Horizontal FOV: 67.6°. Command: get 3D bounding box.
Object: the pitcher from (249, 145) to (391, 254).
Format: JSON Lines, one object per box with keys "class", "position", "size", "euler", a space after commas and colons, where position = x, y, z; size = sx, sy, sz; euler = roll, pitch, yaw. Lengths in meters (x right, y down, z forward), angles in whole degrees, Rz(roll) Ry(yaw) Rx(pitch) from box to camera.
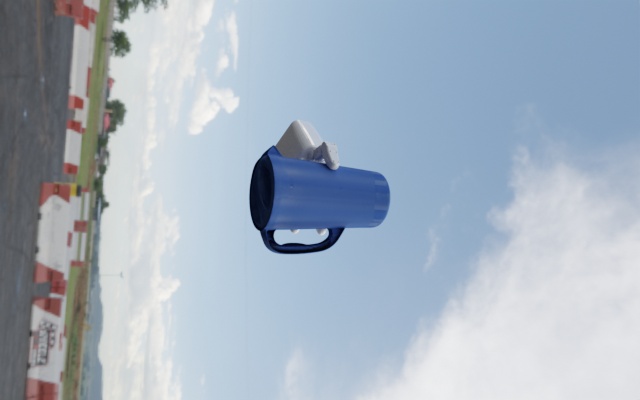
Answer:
{"class": "pitcher", "position": [0.000, 0.003, 0.864], "size": [0.243, 0.149, 0.145], "euler": [4, 37, -25]}
